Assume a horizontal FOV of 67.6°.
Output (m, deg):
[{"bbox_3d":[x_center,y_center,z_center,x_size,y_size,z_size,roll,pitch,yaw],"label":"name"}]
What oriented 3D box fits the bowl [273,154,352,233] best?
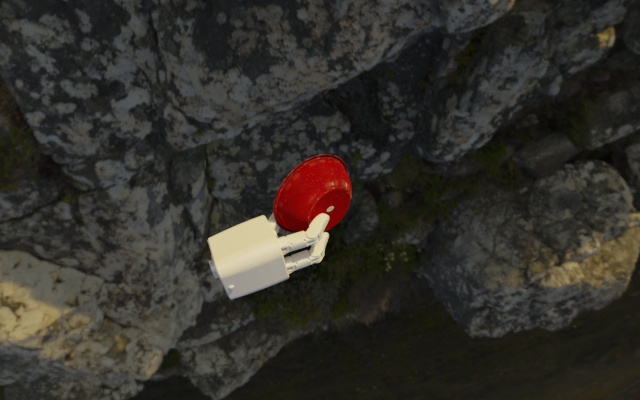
[{"bbox_3d":[0.001,0.002,0.828,0.162,0.162,0.055,0,32,-45],"label":"bowl"}]
